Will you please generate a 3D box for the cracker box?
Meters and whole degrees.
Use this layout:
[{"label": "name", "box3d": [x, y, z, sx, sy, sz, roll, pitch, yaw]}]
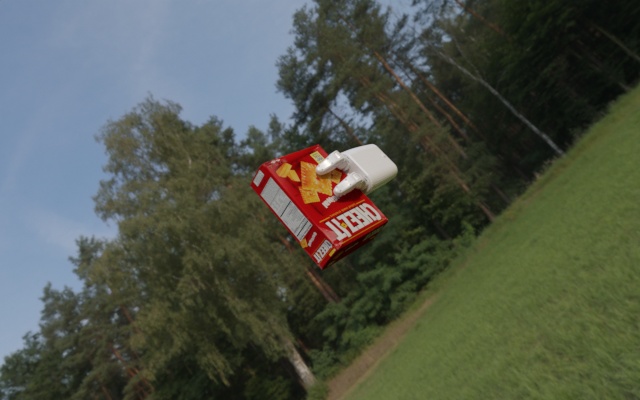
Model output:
[{"label": "cracker box", "box3d": [0.000, 0.003, 0.896, 0.164, 0.213, 0.072, -24, -24, -46]}]
